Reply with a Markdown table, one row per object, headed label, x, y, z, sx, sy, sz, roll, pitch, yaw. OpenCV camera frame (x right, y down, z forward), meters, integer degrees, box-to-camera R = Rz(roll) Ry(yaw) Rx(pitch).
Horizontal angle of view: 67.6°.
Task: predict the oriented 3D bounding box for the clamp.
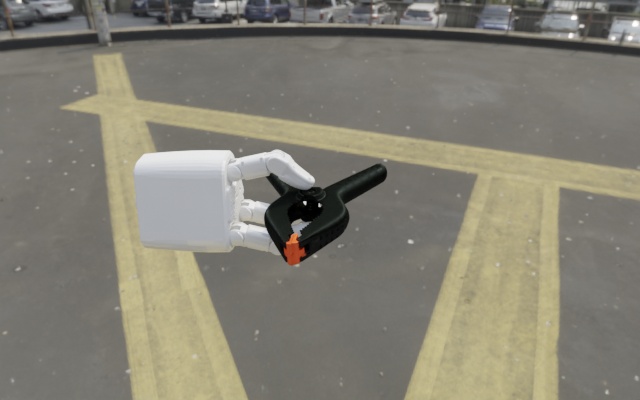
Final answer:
| label | x | y | z | sx | sy | sz | roll | pitch | yaw |
| --- | --- | --- | --- | --- | --- | --- | --- | --- | --- |
| clamp | 0.000 | 0.001 | 0.557 | 0.164 | 0.036 | 0.209 | -2 | 29 | 4 |
